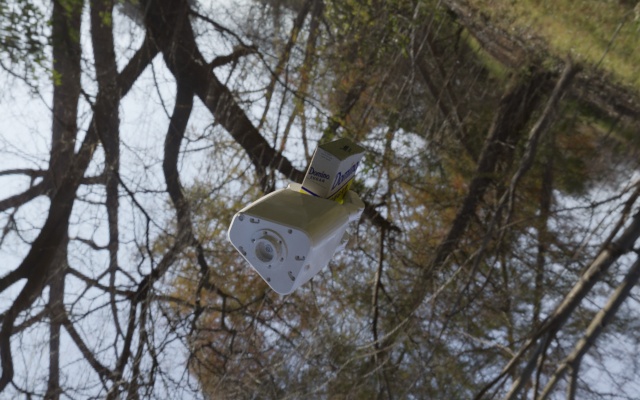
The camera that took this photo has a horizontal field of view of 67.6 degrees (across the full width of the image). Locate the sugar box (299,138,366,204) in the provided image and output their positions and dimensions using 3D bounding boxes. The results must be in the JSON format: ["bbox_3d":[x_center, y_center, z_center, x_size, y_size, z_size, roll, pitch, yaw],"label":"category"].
[{"bbox_3d":[0.000,0.003,0.678,0.048,0.176,0.093,32,25,15],"label":"sugar box"}]
